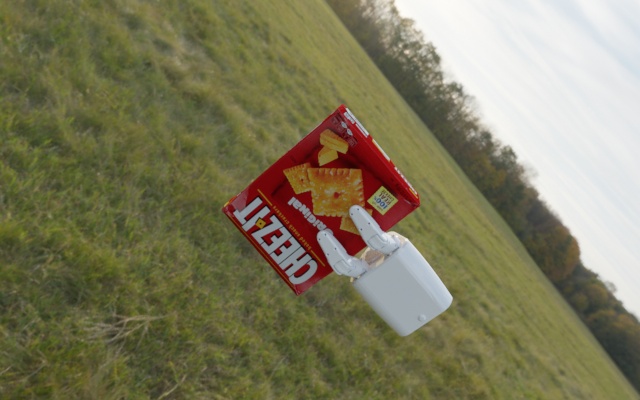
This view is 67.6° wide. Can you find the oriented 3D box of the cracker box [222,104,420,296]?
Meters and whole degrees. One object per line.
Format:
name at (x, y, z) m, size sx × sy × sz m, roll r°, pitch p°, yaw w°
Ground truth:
cracker box at (0.000, 0.002, 0.647) m, size 0.214 × 0.164 × 0.072 m, roll -39°, pitch 6°, yaw 16°
